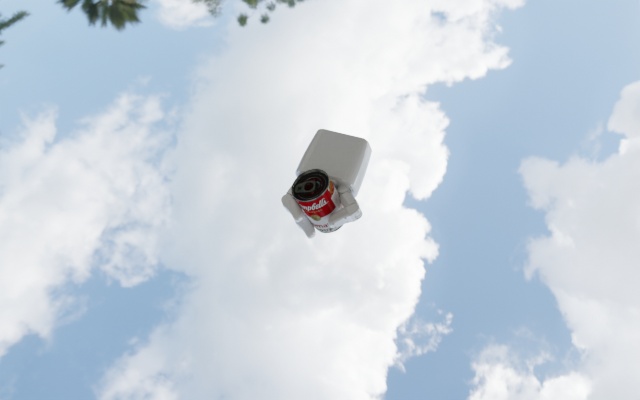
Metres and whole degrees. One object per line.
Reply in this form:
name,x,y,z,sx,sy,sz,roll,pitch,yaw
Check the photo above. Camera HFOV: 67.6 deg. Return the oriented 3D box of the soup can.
soup can,0.000,0.003,0.829,0.068,0.068,0.102,0,-35,25
